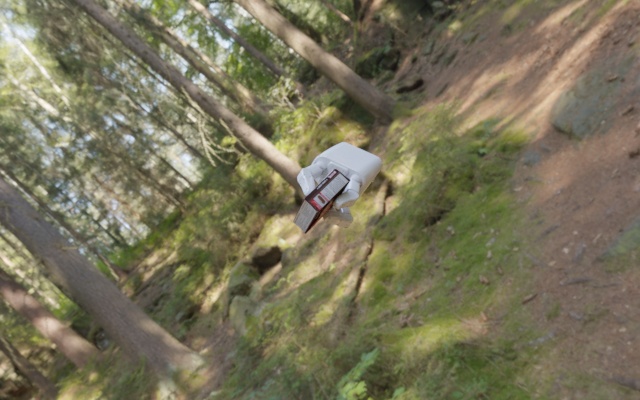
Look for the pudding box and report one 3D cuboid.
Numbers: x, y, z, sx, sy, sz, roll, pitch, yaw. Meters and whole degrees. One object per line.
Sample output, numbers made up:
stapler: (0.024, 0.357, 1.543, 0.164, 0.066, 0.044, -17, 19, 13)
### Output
pudding box: (0.000, 0.003, 0.860, 0.090, 0.039, 0.113, -46, -9, -26)
